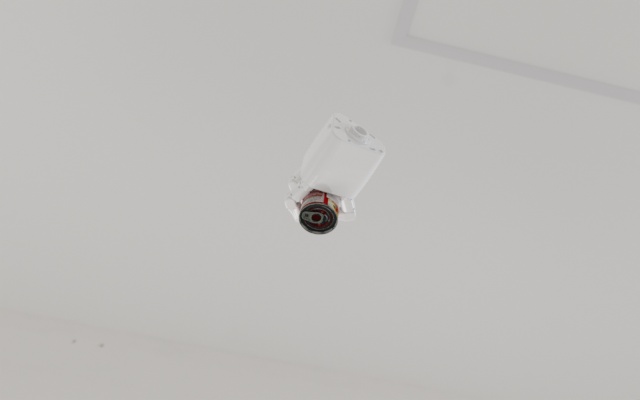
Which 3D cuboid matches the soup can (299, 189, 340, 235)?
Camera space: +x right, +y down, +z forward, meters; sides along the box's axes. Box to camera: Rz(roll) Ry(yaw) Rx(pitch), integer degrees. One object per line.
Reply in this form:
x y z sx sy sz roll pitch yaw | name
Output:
0.000 0.003 0.855 0.068 0.069 0.102 0 36 6 | soup can
